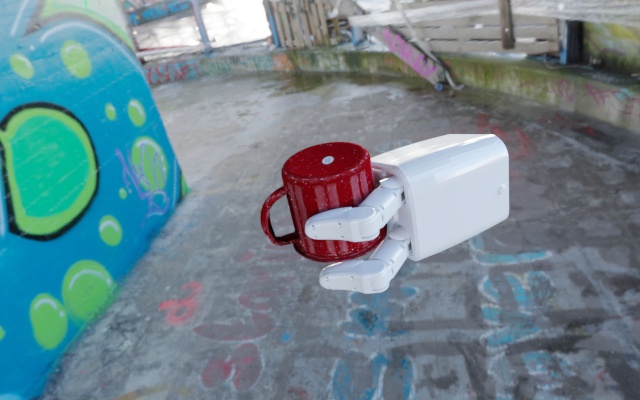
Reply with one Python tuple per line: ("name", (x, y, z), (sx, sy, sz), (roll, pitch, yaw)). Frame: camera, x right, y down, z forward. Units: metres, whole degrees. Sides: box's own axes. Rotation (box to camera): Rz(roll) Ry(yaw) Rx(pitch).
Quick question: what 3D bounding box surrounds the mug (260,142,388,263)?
("mug", (-0.001, 0.002, 0.439), (0.117, 0.081, 0.093), (-20, 30, -13))
